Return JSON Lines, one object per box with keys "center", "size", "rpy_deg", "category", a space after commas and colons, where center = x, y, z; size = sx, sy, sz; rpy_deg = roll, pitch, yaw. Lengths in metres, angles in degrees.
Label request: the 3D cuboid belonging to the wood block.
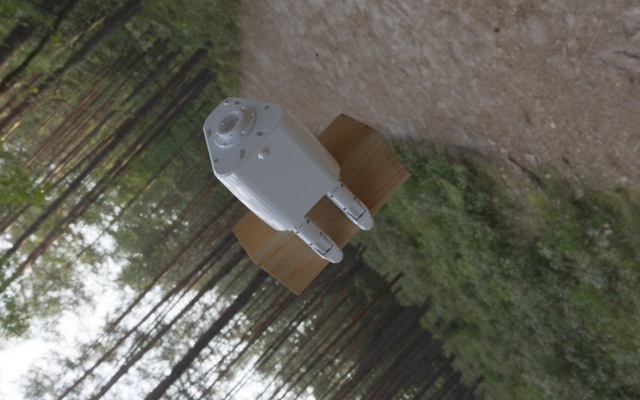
{"center": [0.000, 0.002, 0.603], "size": [0.090, 0.206, 0.090], "rpy_deg": [44, -2, -35], "category": "wood block"}
